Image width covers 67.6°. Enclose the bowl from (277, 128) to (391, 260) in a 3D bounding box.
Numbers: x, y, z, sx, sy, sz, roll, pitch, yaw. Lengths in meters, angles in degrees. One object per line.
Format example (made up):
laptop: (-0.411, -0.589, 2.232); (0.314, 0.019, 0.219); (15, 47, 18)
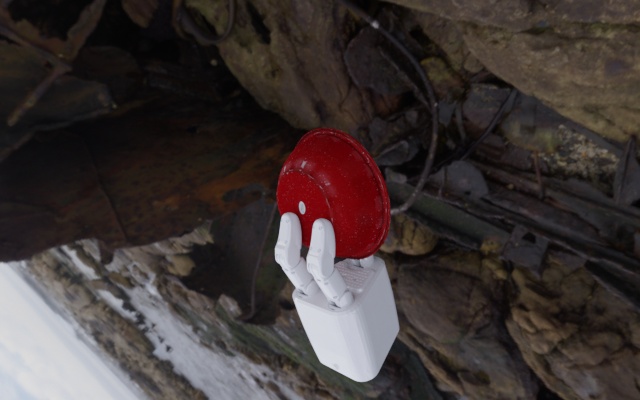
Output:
bowl: (-0.001, 0.001, 0.542); (0.055, 0.162, 0.162); (-23, 15, -38)
